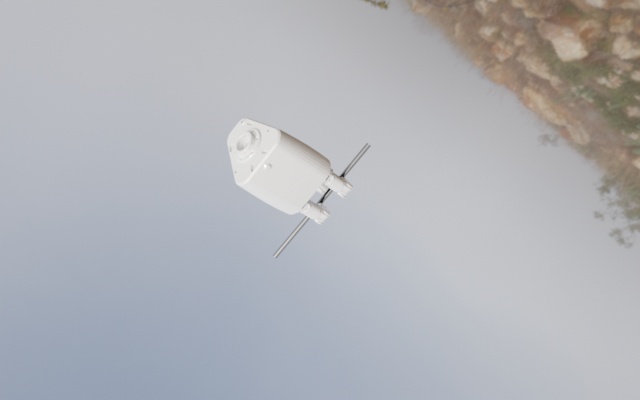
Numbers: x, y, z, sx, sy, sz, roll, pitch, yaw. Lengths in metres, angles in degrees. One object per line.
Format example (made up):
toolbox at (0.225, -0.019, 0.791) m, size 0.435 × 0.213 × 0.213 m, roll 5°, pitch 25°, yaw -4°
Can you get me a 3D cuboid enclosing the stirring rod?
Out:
stirring rod at (0.000, 0.002, 0.771) m, size 0.011 × 0.239 × 0.011 m, roll 39°, pitch 10°, yaw -8°
